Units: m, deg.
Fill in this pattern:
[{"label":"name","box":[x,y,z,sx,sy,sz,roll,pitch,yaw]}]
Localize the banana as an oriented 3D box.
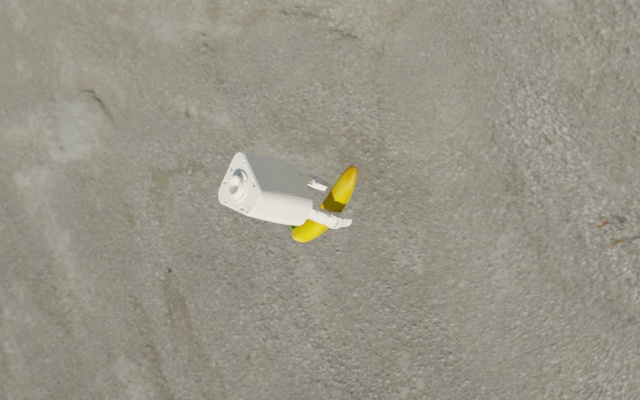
[{"label":"banana","box":[0.002,0.019,0.846,0.037,0.069,0.198,17,-46,-37]}]
